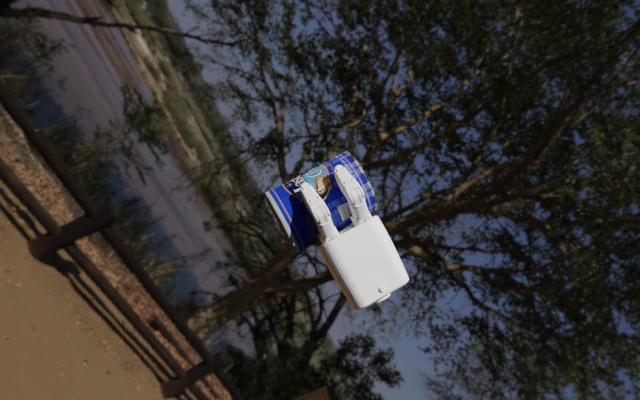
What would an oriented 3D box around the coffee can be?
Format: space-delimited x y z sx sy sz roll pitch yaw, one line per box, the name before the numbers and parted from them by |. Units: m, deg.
coffee can | 0.000 0.002 0.724 0.140 0.103 0.103 -28 4 -8
